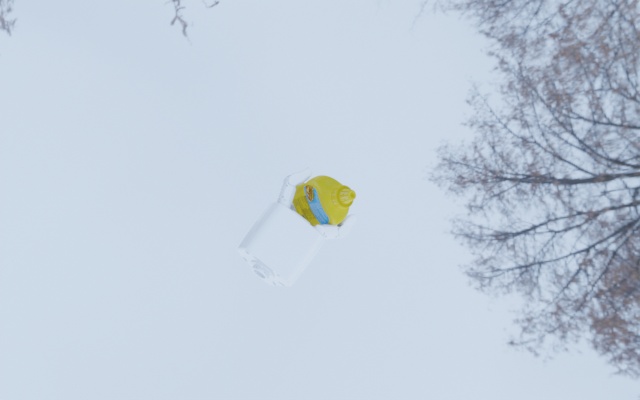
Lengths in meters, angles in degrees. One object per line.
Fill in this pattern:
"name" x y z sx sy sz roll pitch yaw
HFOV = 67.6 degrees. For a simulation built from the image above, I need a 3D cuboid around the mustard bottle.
"mustard bottle" 0.000 0.003 0.886 0.058 0.096 0.191 -28 8 -34
